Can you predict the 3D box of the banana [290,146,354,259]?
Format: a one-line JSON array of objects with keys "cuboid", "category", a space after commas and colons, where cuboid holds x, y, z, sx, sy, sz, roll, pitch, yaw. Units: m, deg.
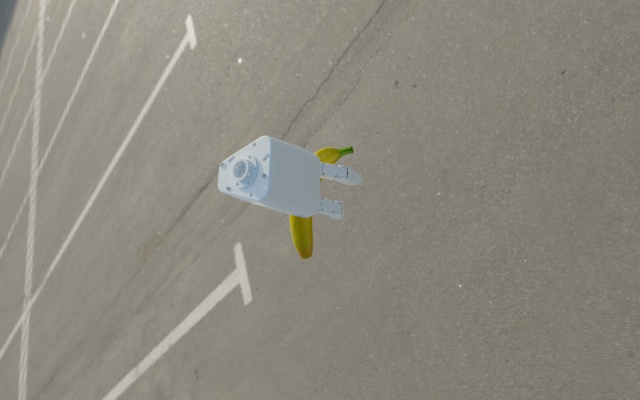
[{"cuboid": [-0.014, -0.006, 0.776, 0.069, 0.198, 0.037, 21, -2, 28], "category": "banana"}]
